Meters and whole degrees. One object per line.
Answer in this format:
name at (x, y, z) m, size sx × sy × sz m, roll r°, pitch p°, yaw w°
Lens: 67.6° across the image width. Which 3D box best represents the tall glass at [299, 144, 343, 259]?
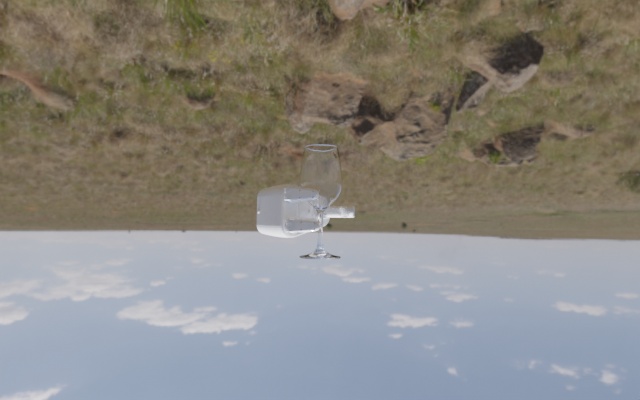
tall glass at (0.000, 0.003, 0.859) m, size 0.079 × 0.201 × 0.079 m, roll 1°, pitch -2°, yaw 0°
